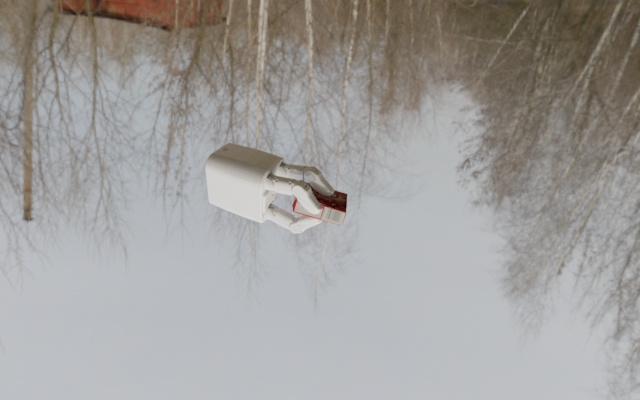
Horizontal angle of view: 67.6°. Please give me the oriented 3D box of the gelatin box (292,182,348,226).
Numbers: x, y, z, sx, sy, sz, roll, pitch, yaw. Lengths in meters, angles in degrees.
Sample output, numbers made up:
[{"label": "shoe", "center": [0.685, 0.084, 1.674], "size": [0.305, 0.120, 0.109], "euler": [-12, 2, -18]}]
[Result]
[{"label": "gelatin box", "center": [0.000, 0.003, 0.814], "size": [0.089, 0.030, 0.073], "euler": [16, 26, -3]}]
